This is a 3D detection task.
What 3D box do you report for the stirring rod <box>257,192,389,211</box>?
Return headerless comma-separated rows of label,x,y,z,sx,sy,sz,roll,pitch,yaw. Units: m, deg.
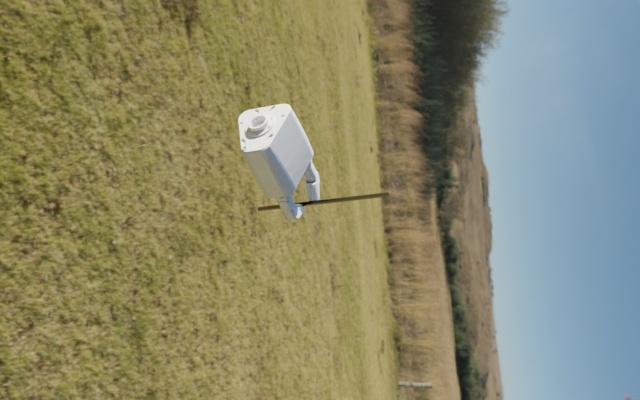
stirring rod,0.000,0.003,0.841,0.239,0.011,0.011,-7,-2,17
